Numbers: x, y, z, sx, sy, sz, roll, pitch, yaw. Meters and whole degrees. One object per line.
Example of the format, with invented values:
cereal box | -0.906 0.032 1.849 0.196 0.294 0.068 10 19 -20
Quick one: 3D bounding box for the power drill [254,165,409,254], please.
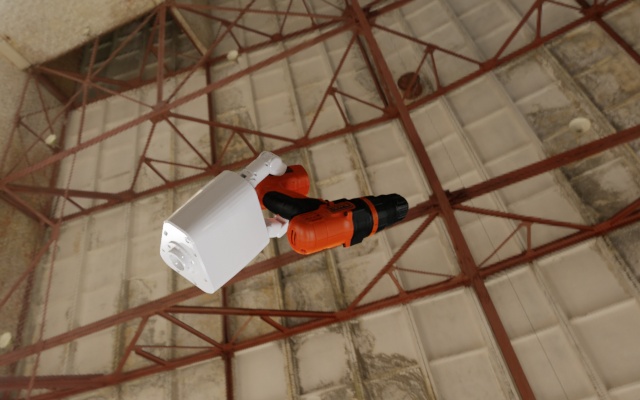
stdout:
power drill | 0.000 0.002 0.646 0.184 0.057 0.187 -12 25 -36
